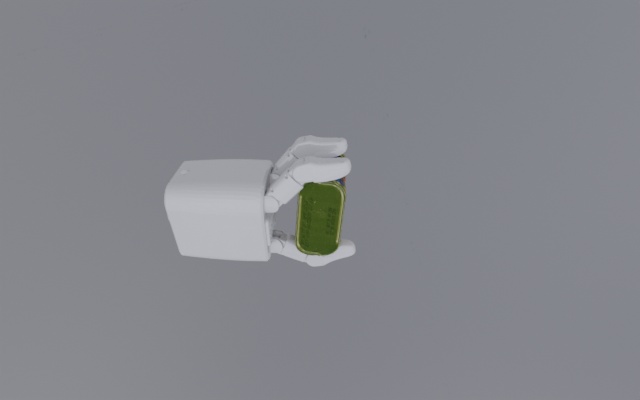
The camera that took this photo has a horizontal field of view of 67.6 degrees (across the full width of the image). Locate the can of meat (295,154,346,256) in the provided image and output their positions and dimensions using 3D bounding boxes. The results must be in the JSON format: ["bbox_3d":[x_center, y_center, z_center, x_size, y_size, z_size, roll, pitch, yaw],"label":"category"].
[{"bbox_3d":[0.000,0.002,0.555,0.057,0.102,0.084,5,28,0],"label":"can of meat"}]
